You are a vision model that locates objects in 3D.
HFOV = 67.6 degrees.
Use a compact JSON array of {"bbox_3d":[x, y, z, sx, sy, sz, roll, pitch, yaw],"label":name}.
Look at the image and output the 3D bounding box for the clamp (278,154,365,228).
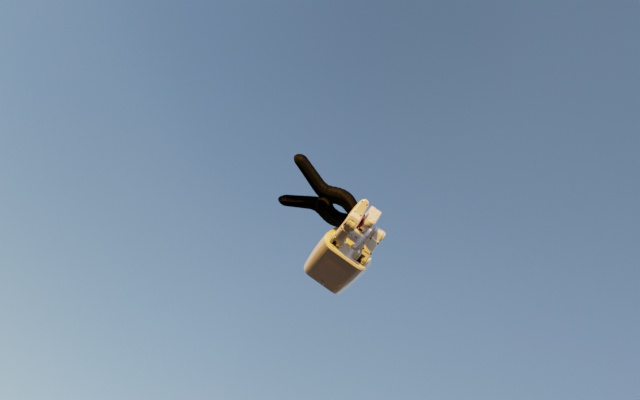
[{"bbox_3d":[0.001,0.003,0.876,0.039,0.171,0.120,-48,-4,-43],"label":"clamp"}]
